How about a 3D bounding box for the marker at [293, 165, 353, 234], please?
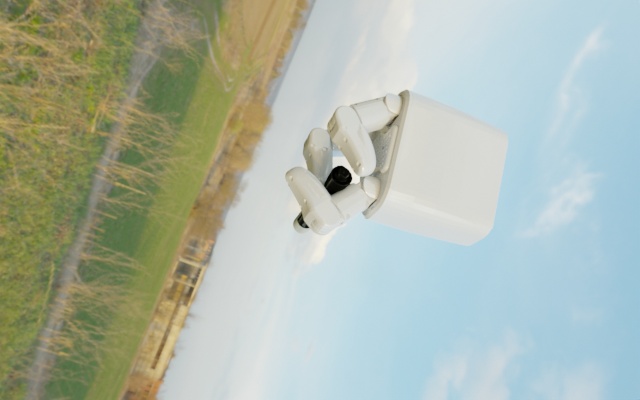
[{"bbox_3d":[0.000,0.001,0.431,0.020,0.020,0.121,0,-23,-20],"label":"marker"}]
